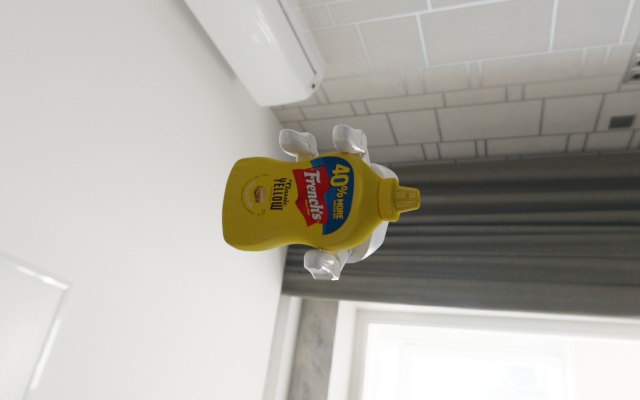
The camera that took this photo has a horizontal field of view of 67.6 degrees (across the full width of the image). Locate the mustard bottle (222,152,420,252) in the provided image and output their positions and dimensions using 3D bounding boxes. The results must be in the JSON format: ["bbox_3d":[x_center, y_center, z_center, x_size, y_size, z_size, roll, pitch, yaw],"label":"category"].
[{"bbox_3d":[0.000,0.001,0.468,0.191,0.096,0.058,-2,-22,20],"label":"mustard bottle"}]
